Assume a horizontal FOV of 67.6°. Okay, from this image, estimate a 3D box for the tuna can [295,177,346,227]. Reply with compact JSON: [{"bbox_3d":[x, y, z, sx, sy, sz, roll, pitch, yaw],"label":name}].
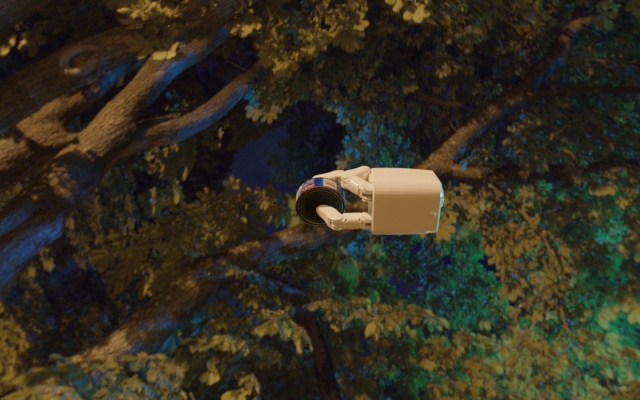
[{"bbox_3d":[0.000,0.002,0.821,0.086,0.086,0.033,0,36,1],"label":"tuna can"}]
